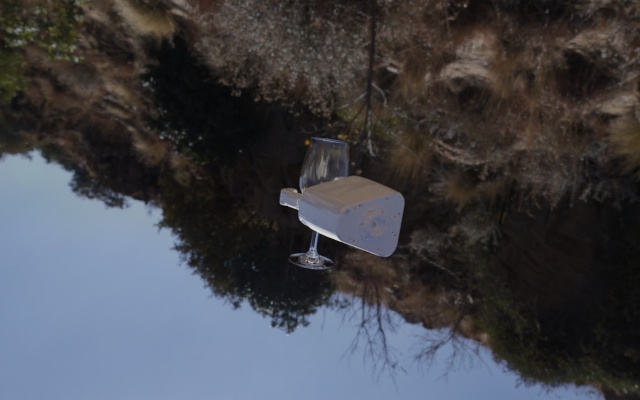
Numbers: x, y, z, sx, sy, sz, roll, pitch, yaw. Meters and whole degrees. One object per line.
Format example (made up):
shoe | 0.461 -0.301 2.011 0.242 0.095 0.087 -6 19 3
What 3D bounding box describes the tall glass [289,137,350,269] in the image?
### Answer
tall glass | 0.000 0.003 0.761 0.079 0.201 0.079 8 9 -1
